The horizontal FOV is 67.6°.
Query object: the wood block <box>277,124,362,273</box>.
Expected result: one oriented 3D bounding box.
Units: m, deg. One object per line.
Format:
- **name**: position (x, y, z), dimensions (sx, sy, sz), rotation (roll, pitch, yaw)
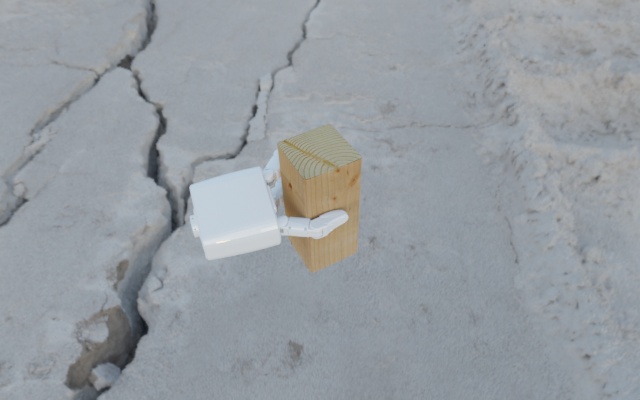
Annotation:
- **wood block**: position (0.000, 0.003, 0.727), dimensions (0.090, 0.206, 0.090), rotation (-23, 49, -18)
